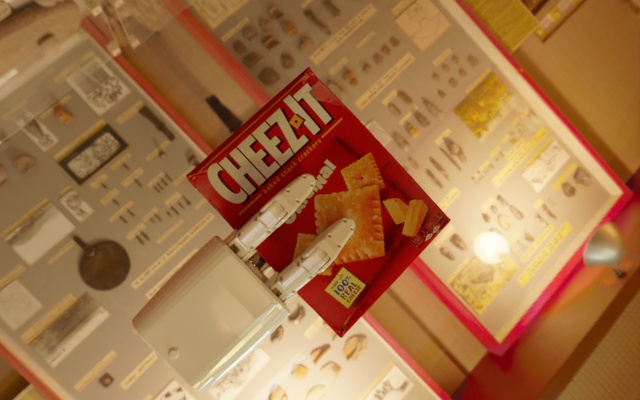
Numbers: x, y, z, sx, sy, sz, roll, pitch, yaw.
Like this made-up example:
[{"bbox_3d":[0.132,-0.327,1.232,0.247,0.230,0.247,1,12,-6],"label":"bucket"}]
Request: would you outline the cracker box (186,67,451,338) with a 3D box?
[{"bbox_3d":[0.000,0.002,0.484,0.164,0.214,0.072,-44,4,-9],"label":"cracker box"}]
